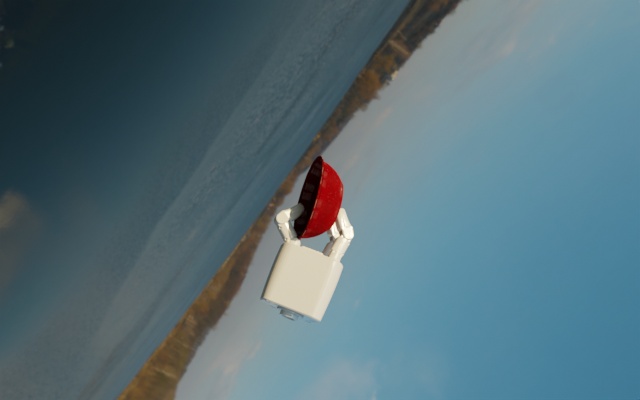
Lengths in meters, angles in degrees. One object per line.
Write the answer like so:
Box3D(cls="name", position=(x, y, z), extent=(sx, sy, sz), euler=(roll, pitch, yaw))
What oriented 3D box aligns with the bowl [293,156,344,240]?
Box3D(cls="bowl", position=(0.001, 0.002, 0.871), extent=(0.055, 0.162, 0.162), euler=(15, -4, -13))
